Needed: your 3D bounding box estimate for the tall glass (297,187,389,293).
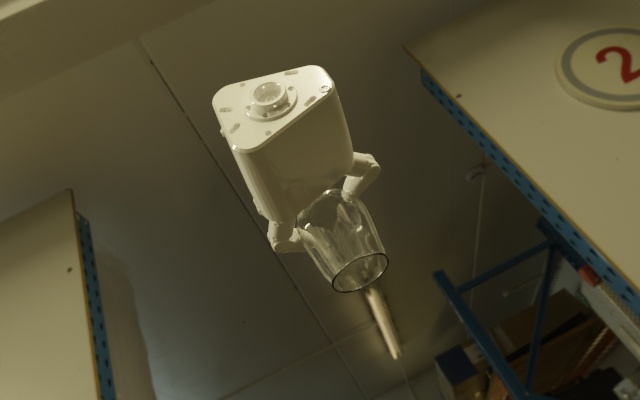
[{"bbox_3d":[0.000,0.001,0.522,0.079,0.201,0.079,-18,-37,-15],"label":"tall glass"}]
